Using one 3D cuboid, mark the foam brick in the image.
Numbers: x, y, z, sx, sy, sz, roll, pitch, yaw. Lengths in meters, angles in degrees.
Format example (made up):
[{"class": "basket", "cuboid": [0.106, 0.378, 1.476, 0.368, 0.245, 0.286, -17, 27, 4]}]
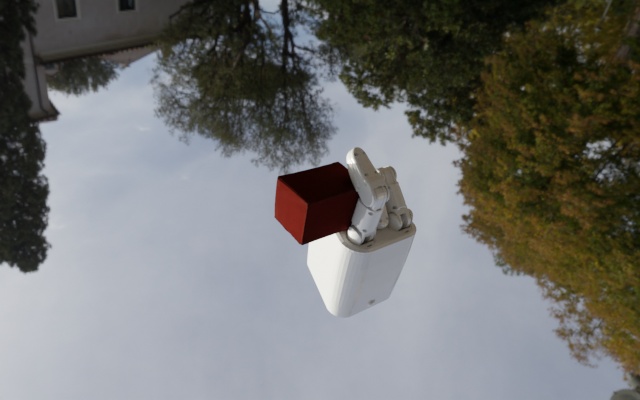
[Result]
[{"class": "foam brick", "cuboid": [0.000, 0.002, 0.478, 0.078, 0.051, 0.053, -16, 43, -34]}]
